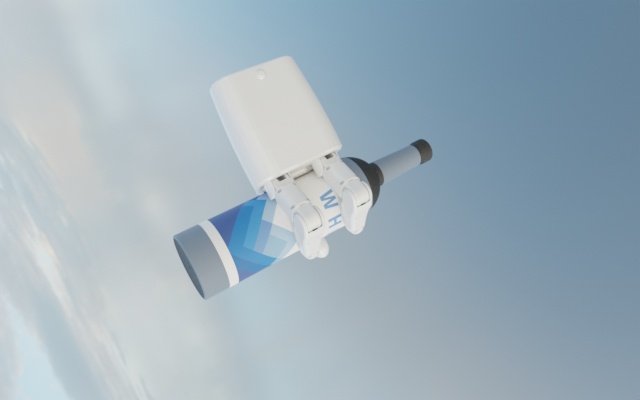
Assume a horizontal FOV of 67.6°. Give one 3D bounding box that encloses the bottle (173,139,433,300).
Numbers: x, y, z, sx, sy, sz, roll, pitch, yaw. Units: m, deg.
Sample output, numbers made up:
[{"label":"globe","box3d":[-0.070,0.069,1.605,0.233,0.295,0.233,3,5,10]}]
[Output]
[{"label":"bottle","box3d":[0.000,0.002,0.496,0.295,0.069,0.069,-27,11,-23]}]
